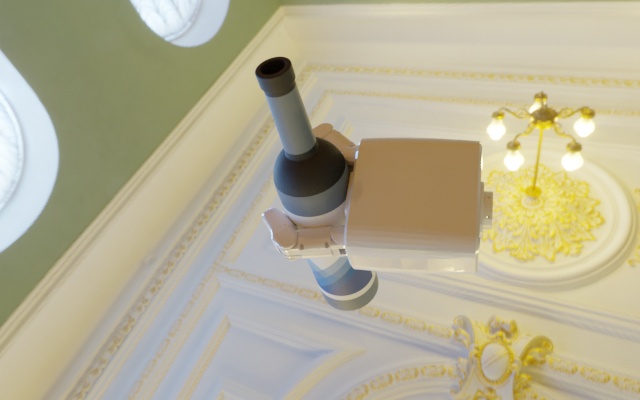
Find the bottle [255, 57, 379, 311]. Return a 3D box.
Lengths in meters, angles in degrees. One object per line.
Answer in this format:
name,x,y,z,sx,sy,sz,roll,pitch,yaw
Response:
bottle,0.000,0.002,0.446,0.069,0.069,0.296,0,-41,18
